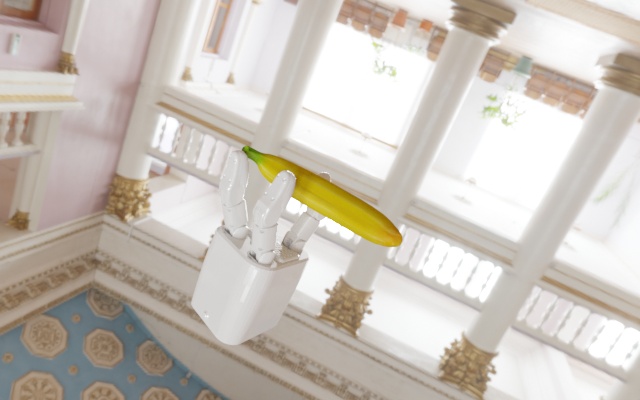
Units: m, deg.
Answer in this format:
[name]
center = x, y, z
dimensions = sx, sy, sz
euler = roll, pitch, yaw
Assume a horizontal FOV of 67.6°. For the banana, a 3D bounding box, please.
[banana]
center = 0.003, -0.001, 0.523
dimensions = 0.198, 0.037, 0.069
euler = 29, 12, 15
